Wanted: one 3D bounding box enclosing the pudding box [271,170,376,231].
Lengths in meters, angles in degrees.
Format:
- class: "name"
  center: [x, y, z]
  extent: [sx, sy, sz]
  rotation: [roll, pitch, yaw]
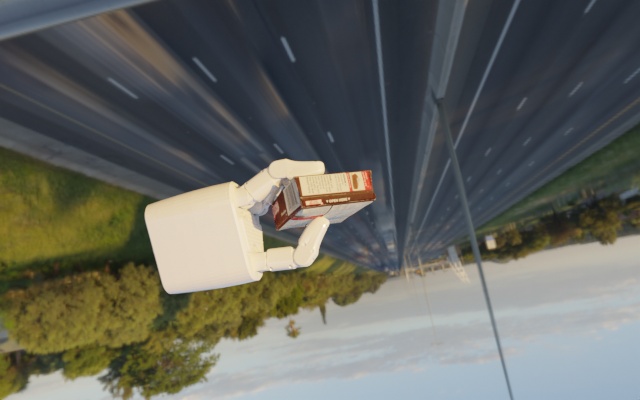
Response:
- class: "pudding box"
  center: [0.000, 0.002, 0.552]
  extent: [0.090, 0.039, 0.113]
  rotation: [-7, -12, -20]
